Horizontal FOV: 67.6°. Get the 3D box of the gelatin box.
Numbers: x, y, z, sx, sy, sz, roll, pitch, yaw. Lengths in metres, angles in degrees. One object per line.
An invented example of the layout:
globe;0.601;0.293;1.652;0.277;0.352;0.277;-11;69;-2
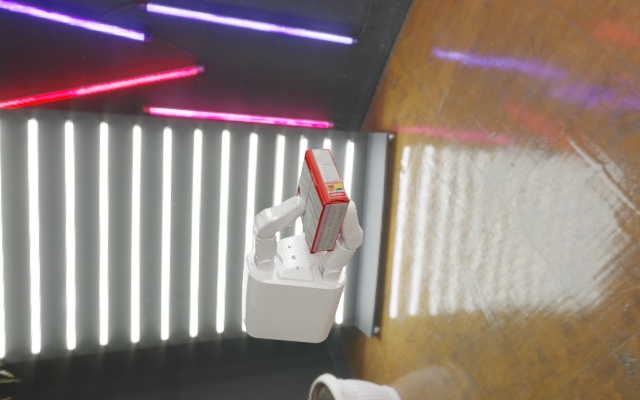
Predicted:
gelatin box;0.000;0.001;0.502;0.030;0.073;0.089;-6;-38;-17
